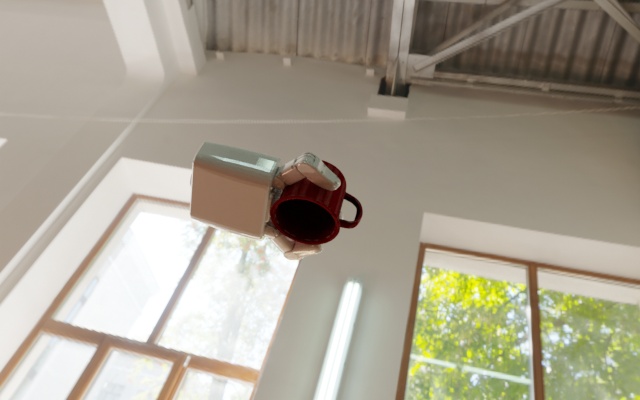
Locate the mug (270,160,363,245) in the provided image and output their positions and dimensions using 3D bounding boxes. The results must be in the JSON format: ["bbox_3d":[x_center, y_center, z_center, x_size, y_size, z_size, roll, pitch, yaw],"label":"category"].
[{"bbox_3d":[0.002,0.002,0.639,0.117,0.081,0.093,15,-42,3],"label":"mug"}]
